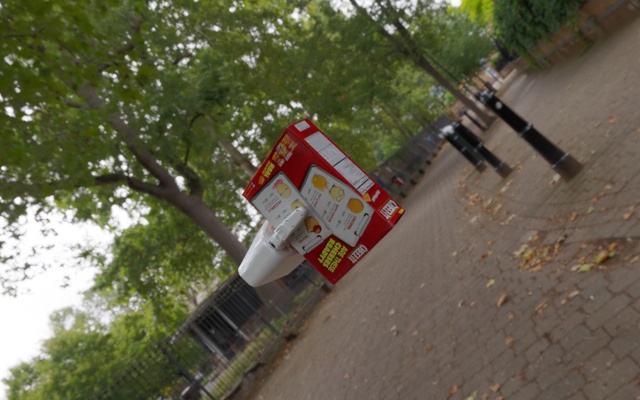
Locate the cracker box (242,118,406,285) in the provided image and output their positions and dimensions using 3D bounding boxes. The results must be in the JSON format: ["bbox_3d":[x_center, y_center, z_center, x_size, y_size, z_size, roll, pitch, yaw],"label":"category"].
[{"bbox_3d":[0.000,0.002,0.753,0.164,0.213,0.072,-50,-6,37],"label":"cracker box"}]
